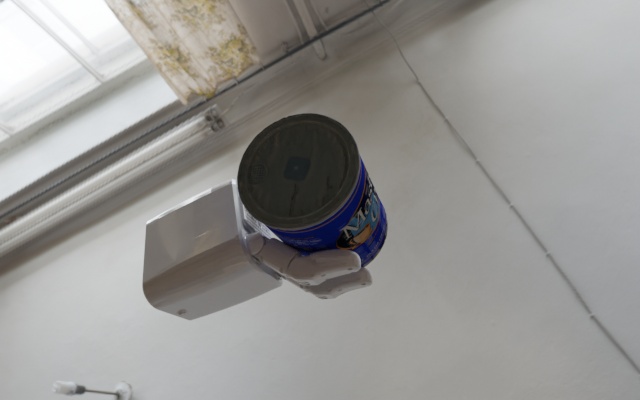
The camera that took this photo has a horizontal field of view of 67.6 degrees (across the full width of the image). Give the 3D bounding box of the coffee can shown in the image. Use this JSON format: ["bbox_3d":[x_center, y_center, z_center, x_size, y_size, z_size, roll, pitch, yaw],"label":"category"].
[{"bbox_3d":[0.000,0.001,0.438,0.103,0.102,0.140,0,-23,18],"label":"coffee can"}]
